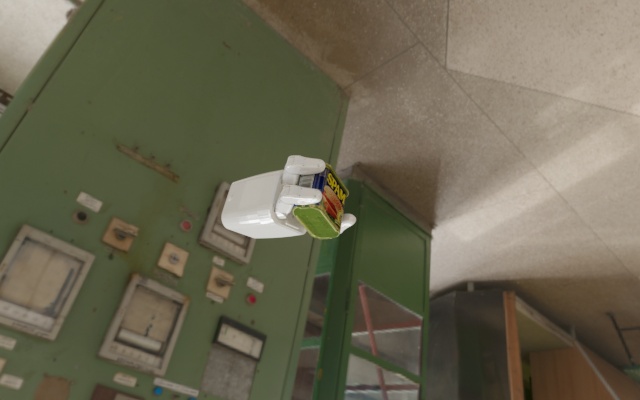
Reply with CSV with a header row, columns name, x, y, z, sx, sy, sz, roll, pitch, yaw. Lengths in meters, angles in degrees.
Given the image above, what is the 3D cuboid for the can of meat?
name,x,y,z,sx,sy,sz,roll,pitch,yaw
can of meat,0.000,0.003,0.765,0.057,0.084,0.102,-7,-36,26
